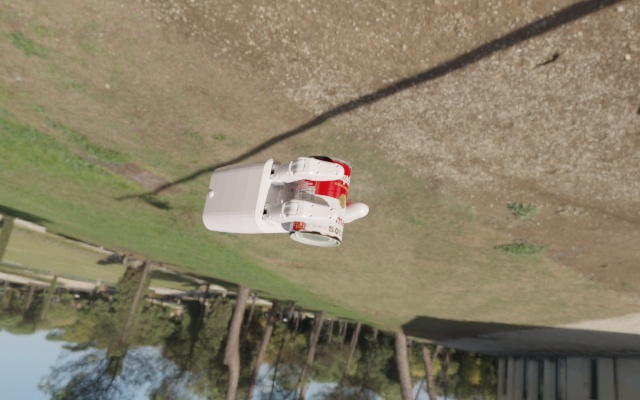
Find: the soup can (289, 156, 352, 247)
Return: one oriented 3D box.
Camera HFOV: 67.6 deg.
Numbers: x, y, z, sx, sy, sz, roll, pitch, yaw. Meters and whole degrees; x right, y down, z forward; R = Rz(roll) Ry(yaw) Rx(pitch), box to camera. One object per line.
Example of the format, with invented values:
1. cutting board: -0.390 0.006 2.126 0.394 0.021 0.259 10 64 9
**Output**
1. soup can: 0.001 0.002 0.615 0.068 0.102 0.068 8 -17 2
